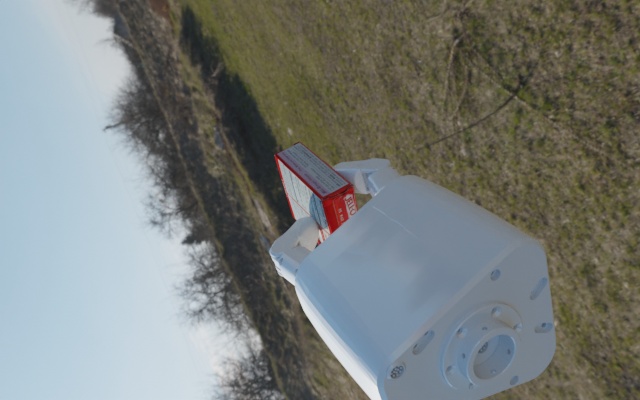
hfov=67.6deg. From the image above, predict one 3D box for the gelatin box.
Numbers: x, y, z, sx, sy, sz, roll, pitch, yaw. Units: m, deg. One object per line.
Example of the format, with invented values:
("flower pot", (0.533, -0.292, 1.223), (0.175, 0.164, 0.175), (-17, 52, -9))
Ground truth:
("gelatin box", (0.000, 0.001, 0.403), (0.030, 0.073, 0.089), (-28, 40, -17))
